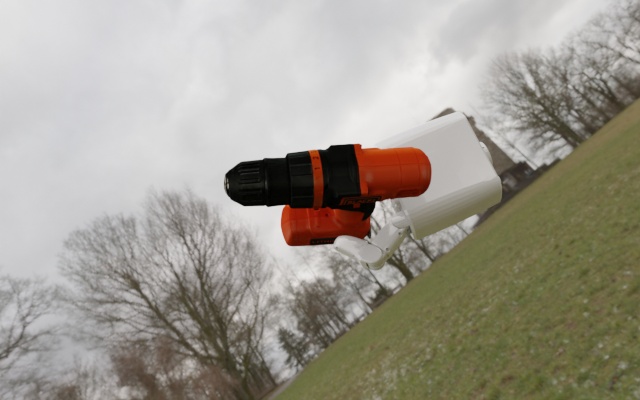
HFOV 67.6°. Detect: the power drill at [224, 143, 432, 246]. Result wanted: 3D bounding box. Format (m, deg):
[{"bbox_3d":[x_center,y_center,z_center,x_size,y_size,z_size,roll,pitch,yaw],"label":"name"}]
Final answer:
[{"bbox_3d":[0.000,0.002,0.488,0.184,0.057,0.188,-3,-16,-8],"label":"power drill"}]
